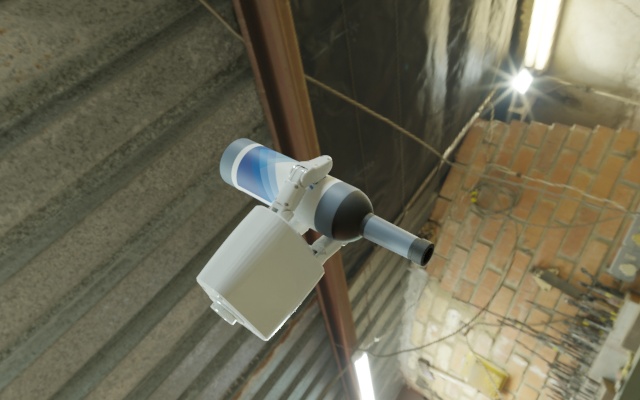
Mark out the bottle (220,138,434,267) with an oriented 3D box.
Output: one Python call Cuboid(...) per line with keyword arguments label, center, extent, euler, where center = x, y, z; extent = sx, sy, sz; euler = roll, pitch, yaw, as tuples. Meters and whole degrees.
Cuboid(label="bottle", center=(0.000, 0.002, 0.575), extent=(0.295, 0.069, 0.069), euler=(26, 15, 32))
